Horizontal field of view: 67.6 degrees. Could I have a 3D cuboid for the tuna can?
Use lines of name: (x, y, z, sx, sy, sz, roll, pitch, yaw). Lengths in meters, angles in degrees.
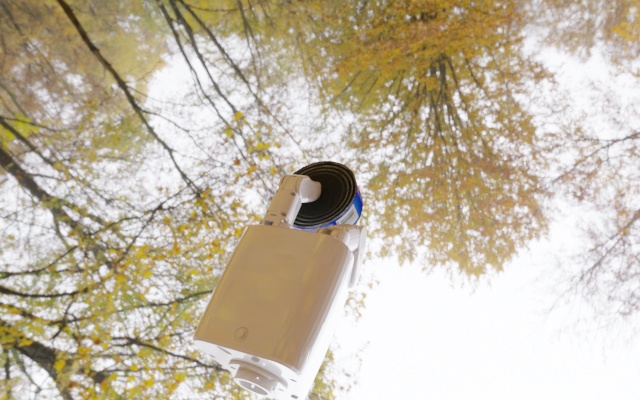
tuna can: (0.000, 0.002, 0.494, 0.086, 0.086, 0.034, 0, -38, 23)
